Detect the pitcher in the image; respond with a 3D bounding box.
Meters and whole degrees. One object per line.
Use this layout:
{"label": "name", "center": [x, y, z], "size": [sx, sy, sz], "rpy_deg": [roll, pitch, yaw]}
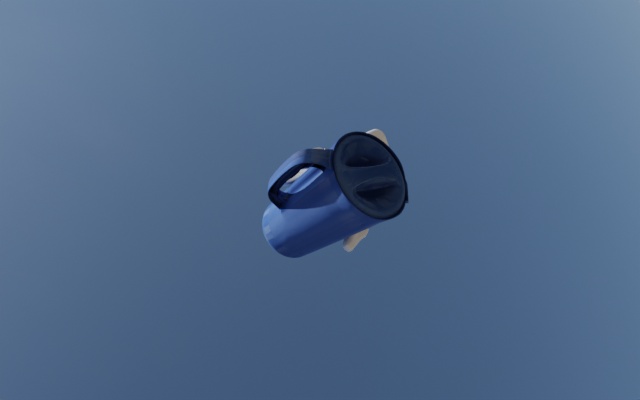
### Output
{"label": "pitcher", "center": [0.000, 0.002, 0.735], "size": [0.145, 0.149, 0.243], "rpy_deg": [-35, 1, -42]}
